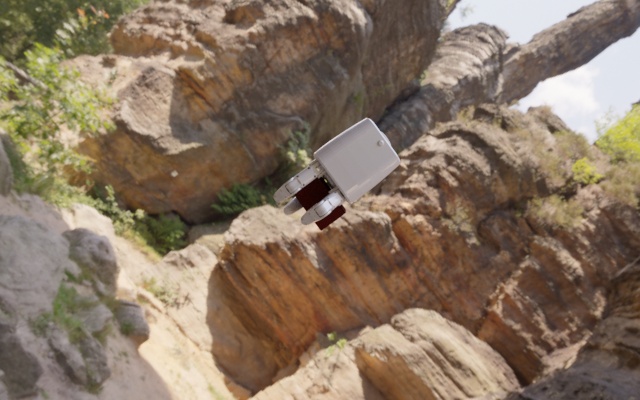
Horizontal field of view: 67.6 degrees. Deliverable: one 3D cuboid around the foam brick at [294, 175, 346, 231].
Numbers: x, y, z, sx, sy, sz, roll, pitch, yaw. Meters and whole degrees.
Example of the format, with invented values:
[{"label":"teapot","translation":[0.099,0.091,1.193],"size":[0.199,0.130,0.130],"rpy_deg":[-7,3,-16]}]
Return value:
[{"label":"foam brick","translation":[0.000,0.003,0.785],"size":[0.051,0.078,0.053],"rpy_deg":[-36,3,5]}]
